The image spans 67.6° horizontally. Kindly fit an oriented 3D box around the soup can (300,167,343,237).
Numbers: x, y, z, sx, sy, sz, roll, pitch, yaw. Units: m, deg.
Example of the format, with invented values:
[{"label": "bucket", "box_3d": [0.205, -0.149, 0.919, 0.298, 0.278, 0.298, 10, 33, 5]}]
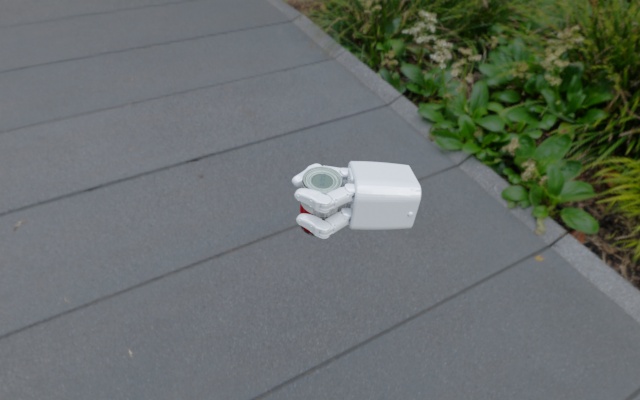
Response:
[{"label": "soup can", "box_3d": [0.000, 0.002, 0.799, 0.068, 0.102, 0.068, 3, 44, -3]}]
